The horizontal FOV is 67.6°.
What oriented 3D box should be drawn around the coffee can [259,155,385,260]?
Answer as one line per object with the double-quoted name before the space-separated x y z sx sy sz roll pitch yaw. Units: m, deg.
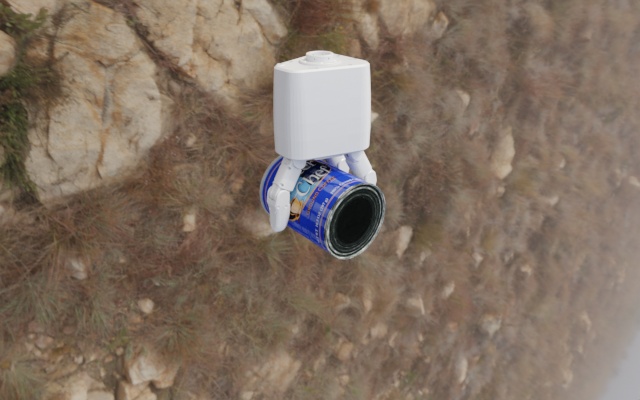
"coffee can" 0.000 0.002 0.633 0.103 0.103 0.140 0 21 -43
